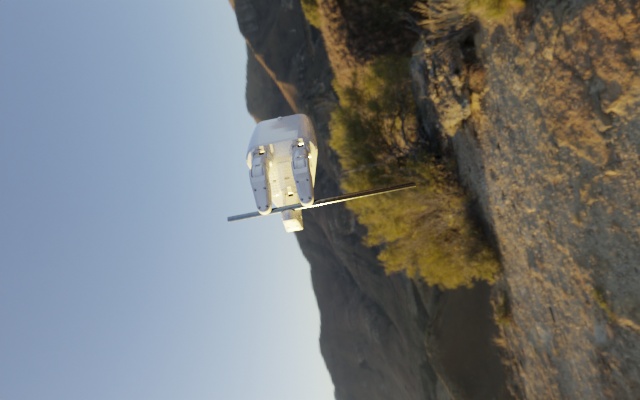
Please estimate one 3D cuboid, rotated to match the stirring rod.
[{"bbox_3d":[0.000,0.002,0.603,0.239,0.011,0.011,-11,-1,3],"label":"stirring rod"}]
